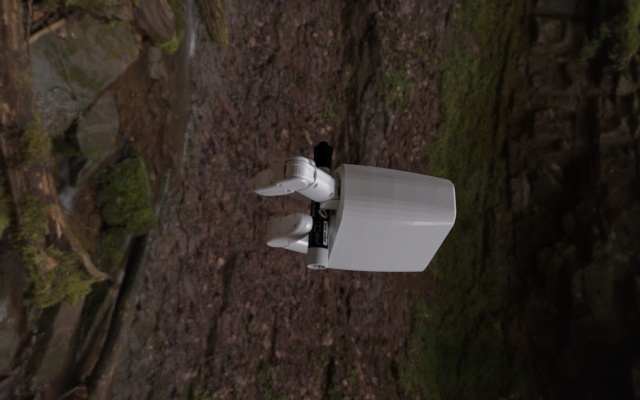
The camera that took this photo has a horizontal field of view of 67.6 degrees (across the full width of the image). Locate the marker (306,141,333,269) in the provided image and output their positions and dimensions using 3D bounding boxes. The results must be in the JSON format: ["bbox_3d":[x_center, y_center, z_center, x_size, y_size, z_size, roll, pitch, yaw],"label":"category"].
[{"bbox_3d":[0.000,0.001,0.436,0.020,0.121,0.020,3,-21,1],"label":"marker"}]
